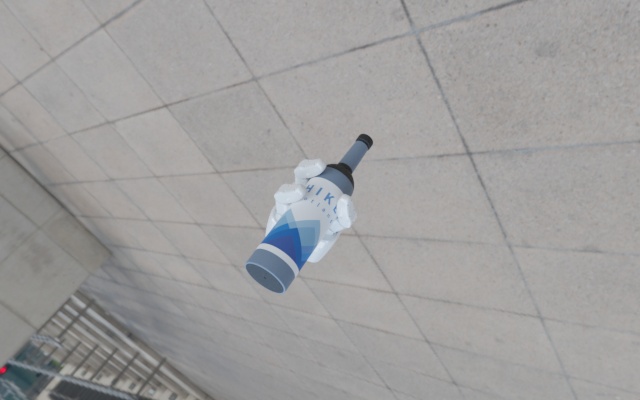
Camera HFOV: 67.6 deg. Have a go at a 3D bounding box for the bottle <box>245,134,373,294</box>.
[{"bbox_3d":[0.000,0.002,0.715,0.069,0.069,0.295,0,44,46],"label":"bottle"}]
